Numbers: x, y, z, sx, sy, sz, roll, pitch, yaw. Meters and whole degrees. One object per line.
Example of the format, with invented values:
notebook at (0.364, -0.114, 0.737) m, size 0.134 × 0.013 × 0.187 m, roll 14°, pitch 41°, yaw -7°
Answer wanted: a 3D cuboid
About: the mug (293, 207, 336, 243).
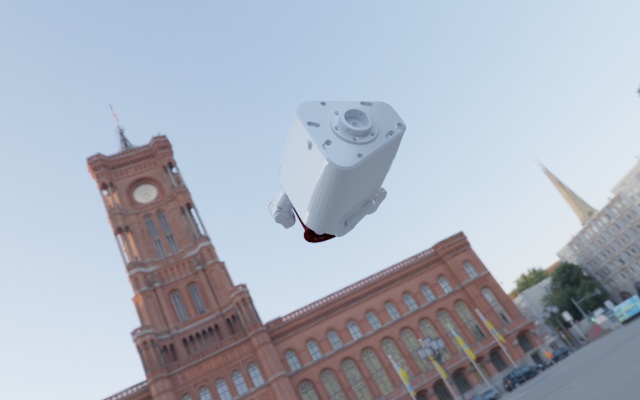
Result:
mug at (0.000, 0.003, 0.622) m, size 0.093 × 0.081 × 0.117 m, roll -17°, pitch -28°, yaw -26°
